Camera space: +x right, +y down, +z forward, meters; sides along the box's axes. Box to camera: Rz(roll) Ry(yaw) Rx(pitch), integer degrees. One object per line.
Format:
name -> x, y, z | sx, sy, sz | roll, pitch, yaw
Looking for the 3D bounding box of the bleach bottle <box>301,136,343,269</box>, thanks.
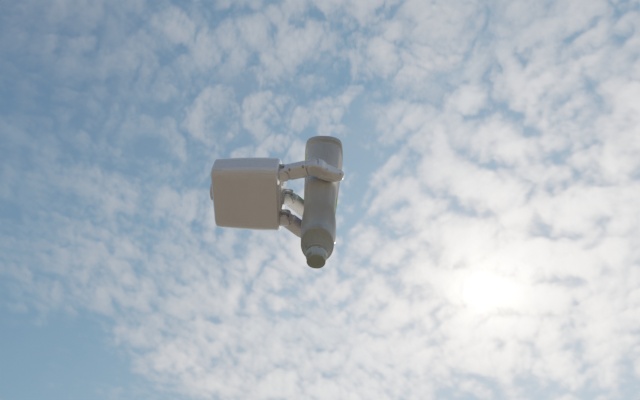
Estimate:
bleach bottle -> 0.000, 0.003, 0.771 | 0.068, 0.103, 0.250 | 2, 39, 3
